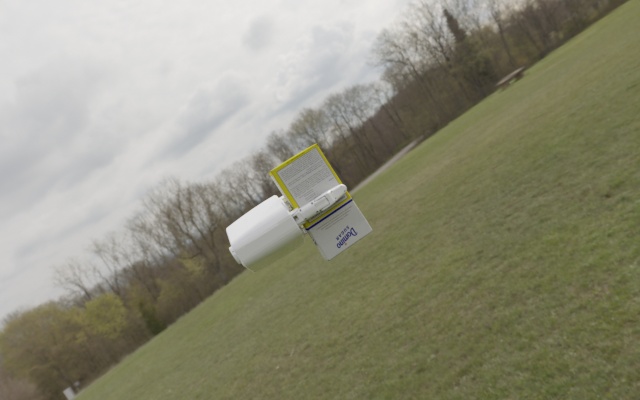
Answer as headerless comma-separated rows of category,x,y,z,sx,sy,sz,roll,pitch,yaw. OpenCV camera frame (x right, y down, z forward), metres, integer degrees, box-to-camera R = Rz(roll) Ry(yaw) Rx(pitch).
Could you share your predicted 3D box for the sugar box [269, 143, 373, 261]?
sugar box,0.000,0.003,0.801,0.093,0.176,0.048,-33,5,-10
